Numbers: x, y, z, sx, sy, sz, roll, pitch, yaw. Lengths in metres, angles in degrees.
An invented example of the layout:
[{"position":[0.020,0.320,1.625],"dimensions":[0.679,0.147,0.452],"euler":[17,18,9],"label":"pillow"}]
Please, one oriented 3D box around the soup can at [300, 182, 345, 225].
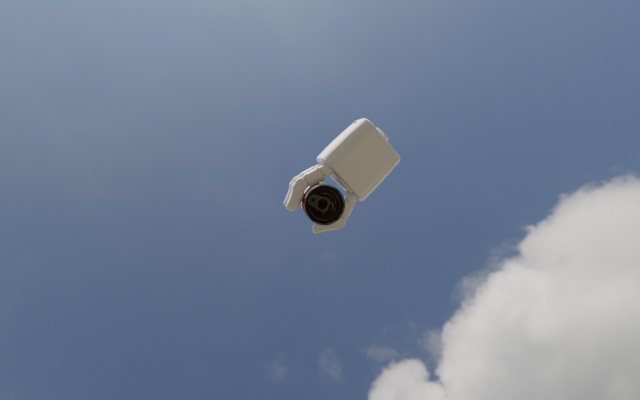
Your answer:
[{"position":[0.000,0.003,0.837],"dimensions":[0.068,0.068,0.102],"euler":[0,6,-8],"label":"soup can"}]
